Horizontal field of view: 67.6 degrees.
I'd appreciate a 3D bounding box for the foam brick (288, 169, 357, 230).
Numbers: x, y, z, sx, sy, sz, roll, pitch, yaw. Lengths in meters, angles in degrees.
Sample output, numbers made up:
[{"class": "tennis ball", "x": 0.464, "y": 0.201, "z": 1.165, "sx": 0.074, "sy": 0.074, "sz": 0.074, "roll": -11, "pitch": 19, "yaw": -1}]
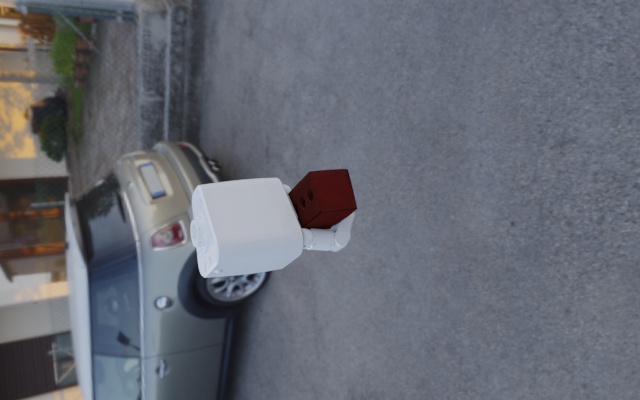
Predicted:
[{"class": "foam brick", "x": 0.000, "y": 0.002, "z": 0.580, "sx": 0.051, "sy": 0.053, "sz": 0.078, "roll": -4, "pitch": -21, "yaw": -28}]
